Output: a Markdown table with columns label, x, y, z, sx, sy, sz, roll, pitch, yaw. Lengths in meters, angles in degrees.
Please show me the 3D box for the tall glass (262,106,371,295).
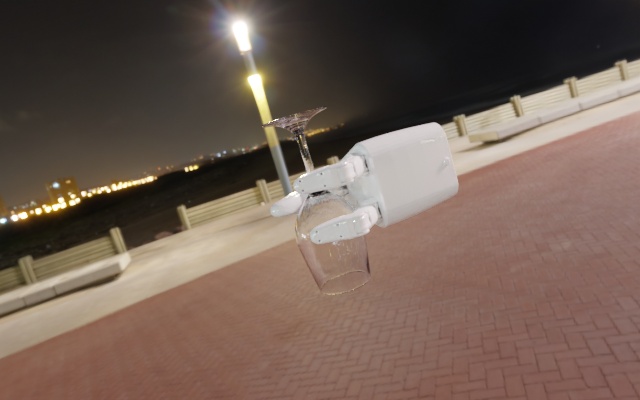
| label | x | y | z | sx | sy | sz | roll | pitch | yaw |
| --- | --- | --- | --- | --- | --- | --- | --- | --- | --- |
| tall glass | 0.000 | 0.001 | 0.537 | 0.079 | 0.201 | 0.079 | -16 | 8 | 2 |
